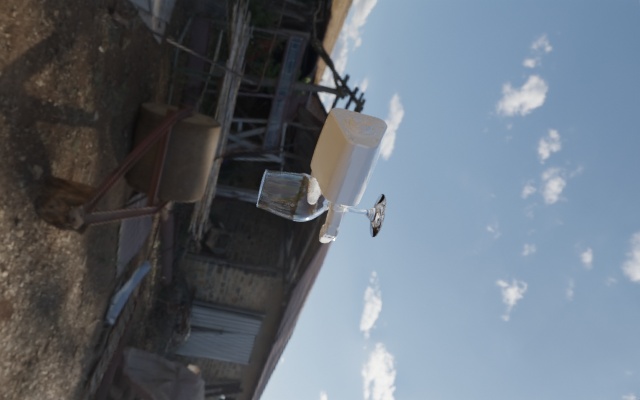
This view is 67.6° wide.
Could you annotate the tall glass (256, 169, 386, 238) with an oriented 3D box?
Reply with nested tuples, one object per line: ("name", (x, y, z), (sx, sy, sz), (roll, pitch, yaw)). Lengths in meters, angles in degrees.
("tall glass", (0.001, 0.003, 0.776), (0.201, 0.079, 0.079), (13, -2, -9))
